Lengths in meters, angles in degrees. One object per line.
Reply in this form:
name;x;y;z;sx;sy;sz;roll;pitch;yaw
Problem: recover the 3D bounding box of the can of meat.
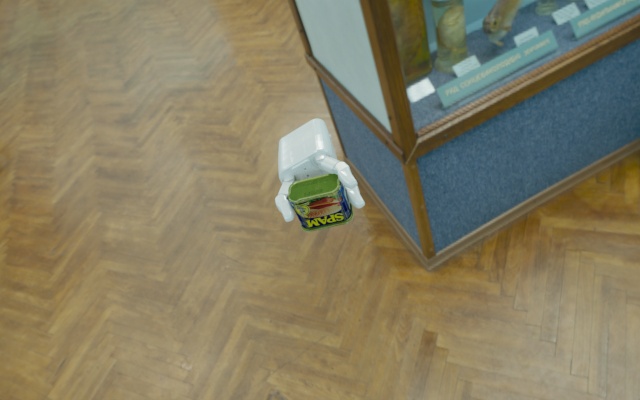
can of meat;0.000;0.003;0.862;0.102;0.057;0.084;-13;-45;11
